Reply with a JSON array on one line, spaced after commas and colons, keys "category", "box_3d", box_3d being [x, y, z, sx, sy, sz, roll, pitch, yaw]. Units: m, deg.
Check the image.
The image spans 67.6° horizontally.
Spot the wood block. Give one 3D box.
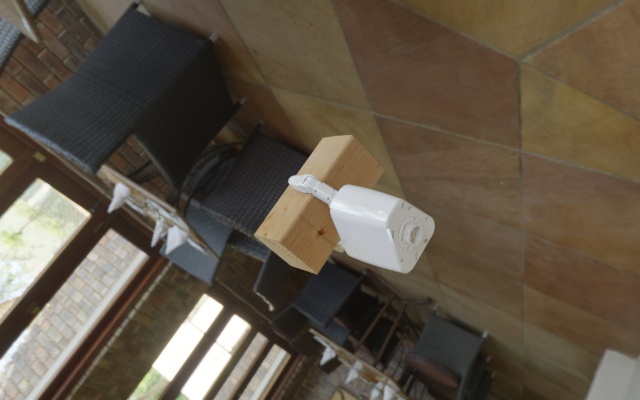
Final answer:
[{"category": "wood block", "box_3d": [0.000, 0.002, 0.771, 0.091, 0.206, 0.090, 43, -19, -27]}]
